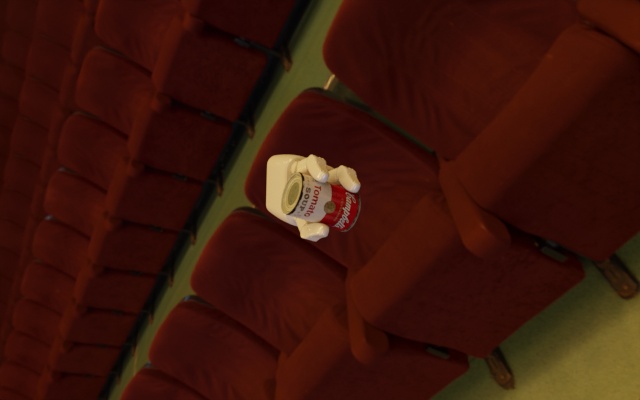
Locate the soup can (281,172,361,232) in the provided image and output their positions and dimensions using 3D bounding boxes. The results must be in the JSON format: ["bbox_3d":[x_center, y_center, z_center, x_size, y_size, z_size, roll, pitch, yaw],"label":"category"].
[{"bbox_3d":[0.000,0.002,0.721,0.102,0.068,0.068,18,-8,-27],"label":"soup can"}]
